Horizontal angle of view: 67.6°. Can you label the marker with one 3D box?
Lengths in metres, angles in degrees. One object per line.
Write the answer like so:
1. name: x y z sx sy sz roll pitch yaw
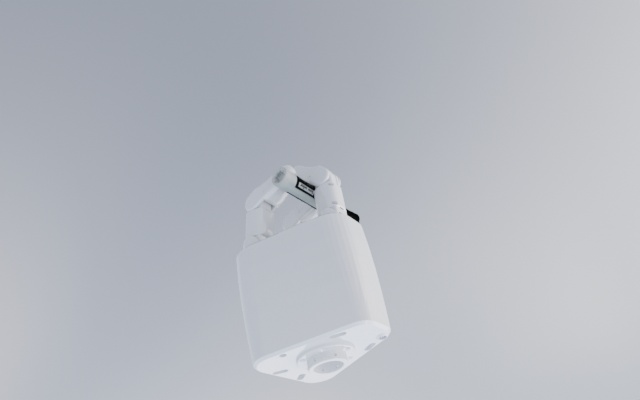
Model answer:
1. marker: 0.000 0.001 0.474 0.020 0.020 0.121 0 -23 43
